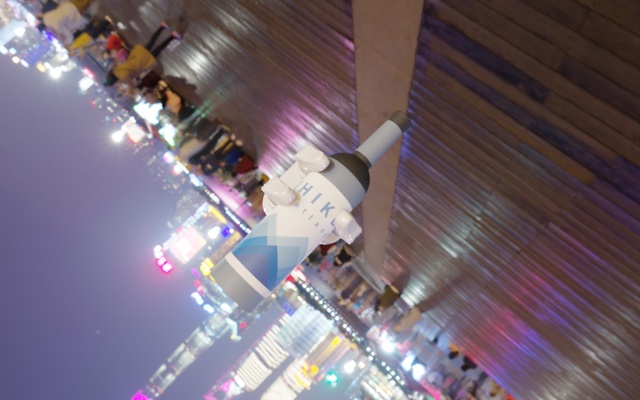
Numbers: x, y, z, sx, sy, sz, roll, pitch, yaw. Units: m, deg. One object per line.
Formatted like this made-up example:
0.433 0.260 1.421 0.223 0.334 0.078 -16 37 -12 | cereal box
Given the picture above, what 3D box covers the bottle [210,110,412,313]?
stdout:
0.000 0.002 0.564 0.069 0.295 0.069 43 -9 9 | bottle
